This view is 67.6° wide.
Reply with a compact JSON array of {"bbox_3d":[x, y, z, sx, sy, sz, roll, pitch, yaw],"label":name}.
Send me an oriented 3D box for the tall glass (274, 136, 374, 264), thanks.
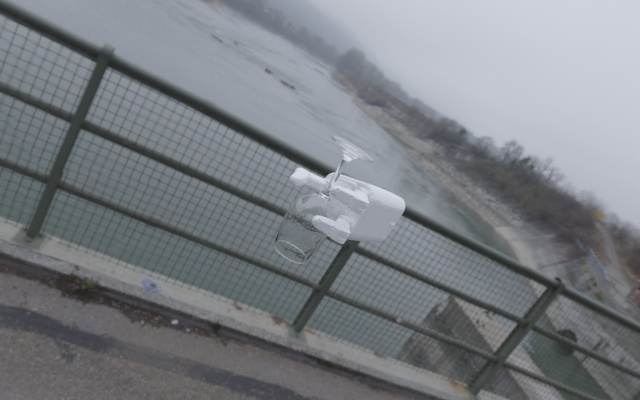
[{"bbox_3d":[0.000,0.002,0.755,0.079,0.201,0.079,29,16,-9],"label":"tall glass"}]
